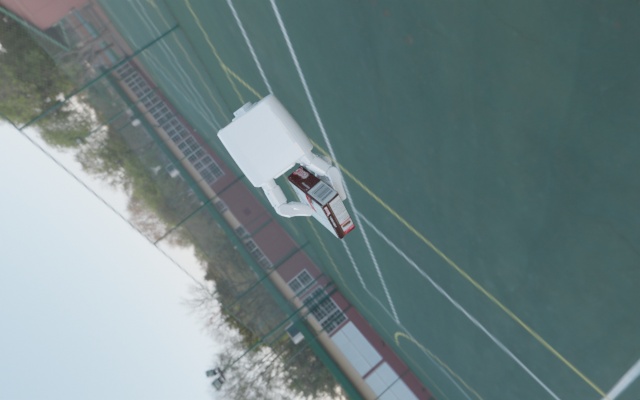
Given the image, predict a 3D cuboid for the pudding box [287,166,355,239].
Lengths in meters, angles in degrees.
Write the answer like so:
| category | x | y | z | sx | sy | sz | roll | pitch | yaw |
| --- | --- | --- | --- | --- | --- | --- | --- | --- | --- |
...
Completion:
| category | x | y | z | sx | sy | sz | roll | pitch | yaw |
| --- | --- | --- | --- | --- | --- | --- | --- | --- | --- |
| pudding box | 0.000 | 0.003 | 0.798 | 0.039 | 0.090 | 0.113 | -39 | 43 | -10 |
